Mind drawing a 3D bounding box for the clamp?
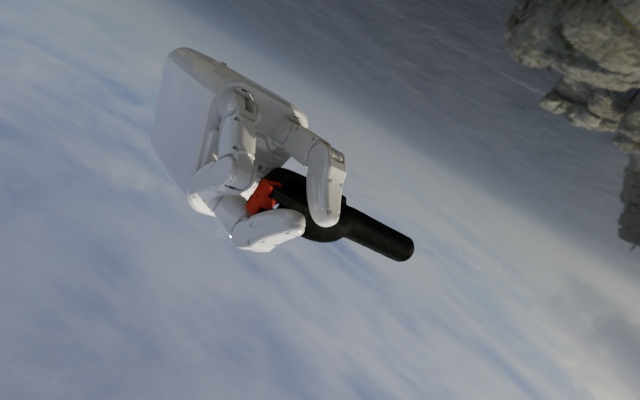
[{"bbox_3d":[0.000,0.002,0.416,0.171,0.039,0.120,20,15,-46],"label":"clamp"}]
